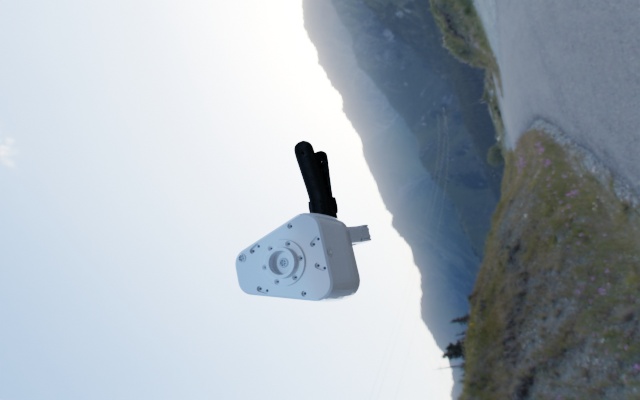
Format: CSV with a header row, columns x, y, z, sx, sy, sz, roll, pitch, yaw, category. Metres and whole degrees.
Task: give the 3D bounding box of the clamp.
x,y,z,sx,sy,sz,roll,pitch,yaw,category
0.000,0.002,0.631,0.039,0.171,0.120,-16,-13,16,clamp
